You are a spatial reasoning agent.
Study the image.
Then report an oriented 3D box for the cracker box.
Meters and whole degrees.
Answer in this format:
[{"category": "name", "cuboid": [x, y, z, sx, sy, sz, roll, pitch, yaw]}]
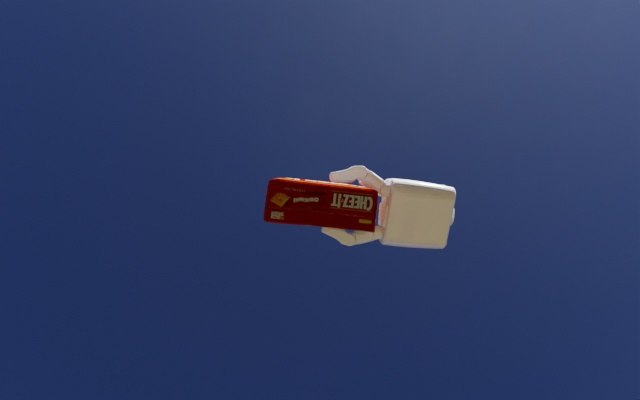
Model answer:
[{"category": "cracker box", "cuboid": [0.000, 0.003, 0.793, 0.164, 0.072, 0.213, 5, 2, -1]}]
